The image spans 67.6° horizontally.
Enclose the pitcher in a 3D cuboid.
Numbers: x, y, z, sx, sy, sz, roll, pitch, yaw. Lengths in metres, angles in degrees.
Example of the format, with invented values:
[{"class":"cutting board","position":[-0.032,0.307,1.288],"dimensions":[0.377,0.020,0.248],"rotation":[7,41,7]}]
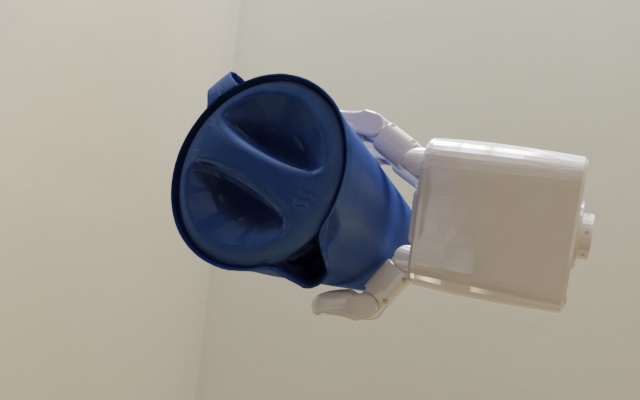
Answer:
[{"class":"pitcher","position":[0.000,0.001,0.407],"dimensions":[0.145,0.149,0.243],"rotation":[9,-12,27]}]
